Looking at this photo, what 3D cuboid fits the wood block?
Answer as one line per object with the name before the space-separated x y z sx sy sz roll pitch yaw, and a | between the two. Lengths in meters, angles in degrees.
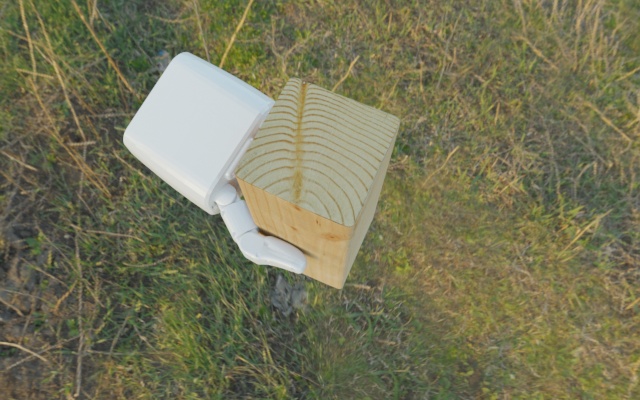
wood block | 0.000 0.001 0.421 0.090 0.090 0.206 24 -19 10
